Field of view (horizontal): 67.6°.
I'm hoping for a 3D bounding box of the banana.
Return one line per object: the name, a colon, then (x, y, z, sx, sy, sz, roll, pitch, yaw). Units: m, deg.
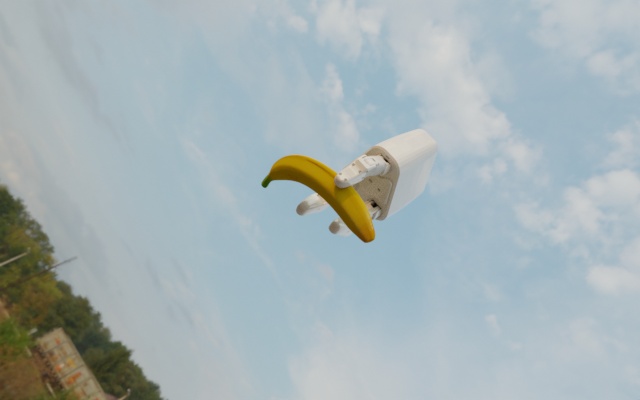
banana: (-0.001, -0.015, 0.631, 0.197, 0.070, 0.037, 29, 36, 34)
